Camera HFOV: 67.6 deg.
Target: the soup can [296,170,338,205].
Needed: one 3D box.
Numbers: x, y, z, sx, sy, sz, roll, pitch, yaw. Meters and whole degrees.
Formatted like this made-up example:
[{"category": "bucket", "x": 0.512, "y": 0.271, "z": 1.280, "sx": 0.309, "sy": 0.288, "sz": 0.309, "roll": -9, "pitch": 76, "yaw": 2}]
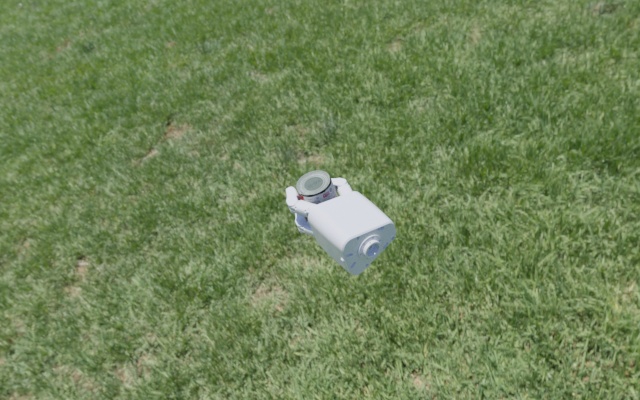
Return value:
[{"category": "soup can", "x": 0.000, "y": 0.002, "z": 0.895, "sx": 0.068, "sy": 0.068, "sz": 0.102, "roll": 0, "pitch": -44, "yaw": 22}]
